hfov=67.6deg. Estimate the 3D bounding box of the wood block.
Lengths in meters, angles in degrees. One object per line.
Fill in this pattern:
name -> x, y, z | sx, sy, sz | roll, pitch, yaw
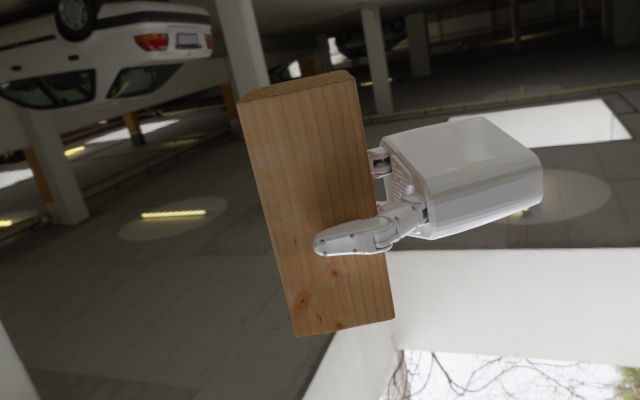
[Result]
wood block -> 0.000, 0.002, 0.417 | 0.090, 0.206, 0.090 | -12, 19, 2
